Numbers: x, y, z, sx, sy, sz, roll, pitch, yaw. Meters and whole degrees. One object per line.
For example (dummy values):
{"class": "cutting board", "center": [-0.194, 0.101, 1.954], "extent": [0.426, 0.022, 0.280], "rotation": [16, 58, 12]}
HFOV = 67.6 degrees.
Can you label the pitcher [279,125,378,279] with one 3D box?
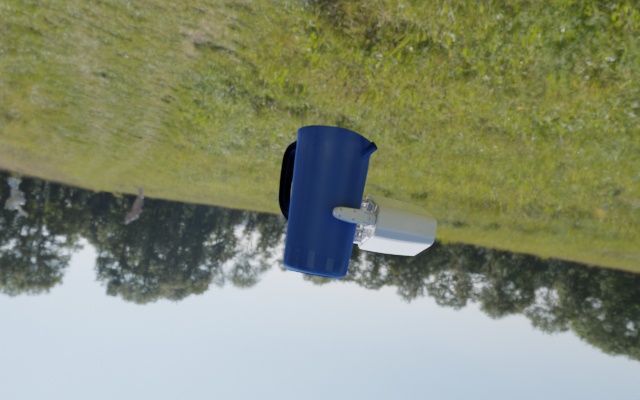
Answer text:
{"class": "pitcher", "center": [0.000, 0.003, 0.812], "extent": [0.145, 0.243, 0.149], "rotation": [10, -6, -9]}
